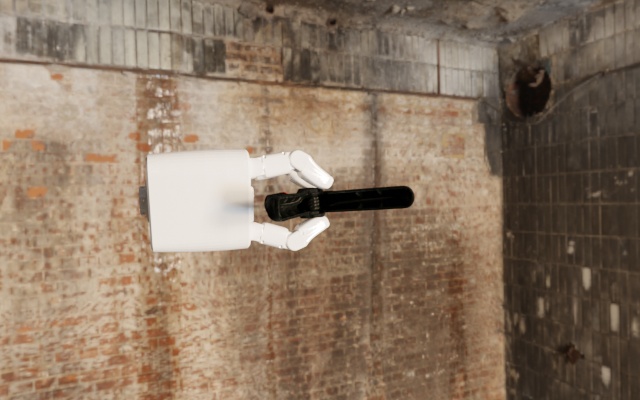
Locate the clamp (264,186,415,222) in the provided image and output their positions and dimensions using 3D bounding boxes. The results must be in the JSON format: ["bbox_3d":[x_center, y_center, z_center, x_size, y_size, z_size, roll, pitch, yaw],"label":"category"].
[{"bbox_3d":[0.000,0.003,0.569,0.164,0.036,0.210,-4,1,-17],"label":"clamp"}]
